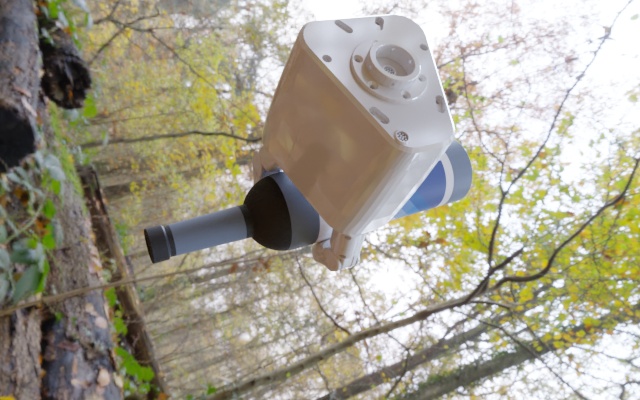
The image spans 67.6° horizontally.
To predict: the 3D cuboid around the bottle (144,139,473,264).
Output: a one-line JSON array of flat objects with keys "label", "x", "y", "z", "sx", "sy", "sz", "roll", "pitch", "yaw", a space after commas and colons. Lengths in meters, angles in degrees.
[{"label": "bottle", "x": 0.000, "y": 0.001, "z": 0.420, "sx": 0.295, "sy": 0.069, "sz": 0.069, "roll": -14, "pitch": 6, "yaw": -25}]
